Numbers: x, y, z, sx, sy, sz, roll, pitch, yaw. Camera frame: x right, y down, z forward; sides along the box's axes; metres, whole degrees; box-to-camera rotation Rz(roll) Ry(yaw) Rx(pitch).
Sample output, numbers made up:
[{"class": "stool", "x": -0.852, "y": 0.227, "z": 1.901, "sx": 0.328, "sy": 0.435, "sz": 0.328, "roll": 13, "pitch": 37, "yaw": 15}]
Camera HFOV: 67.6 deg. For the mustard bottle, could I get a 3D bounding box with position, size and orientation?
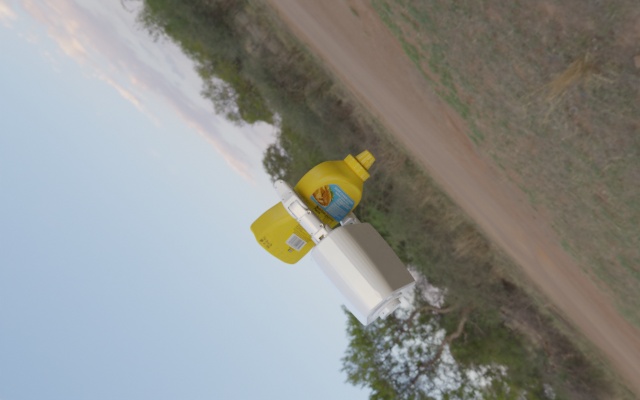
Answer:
[{"class": "mustard bottle", "x": 0.000, "y": 0.002, "z": 0.661, "sx": 0.096, "sy": 0.191, "sz": 0.058, "roll": 41, "pitch": 9, "yaw": -45}]
